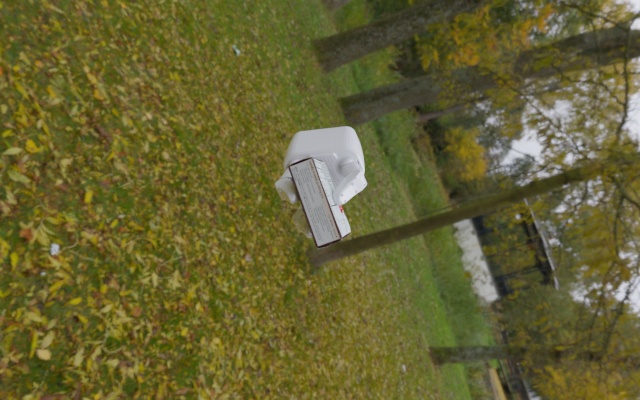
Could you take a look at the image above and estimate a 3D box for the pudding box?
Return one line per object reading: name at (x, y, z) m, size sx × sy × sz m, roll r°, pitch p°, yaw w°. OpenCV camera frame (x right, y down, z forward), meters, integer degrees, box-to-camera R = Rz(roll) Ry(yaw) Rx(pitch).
pudding box at (0.000, 0.002, 0.626) m, size 0.039 × 0.113 × 0.090 m, roll -22°, pitch -3°, yaw 11°
